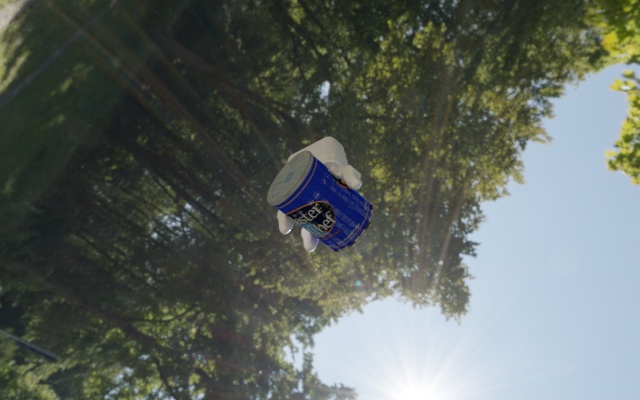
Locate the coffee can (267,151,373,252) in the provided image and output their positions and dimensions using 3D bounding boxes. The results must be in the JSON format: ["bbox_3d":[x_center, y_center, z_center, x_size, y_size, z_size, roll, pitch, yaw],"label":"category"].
[{"bbox_3d":[0.000,0.002,0.766,0.140,0.102,0.103,38,-17,-23],"label":"coffee can"}]
